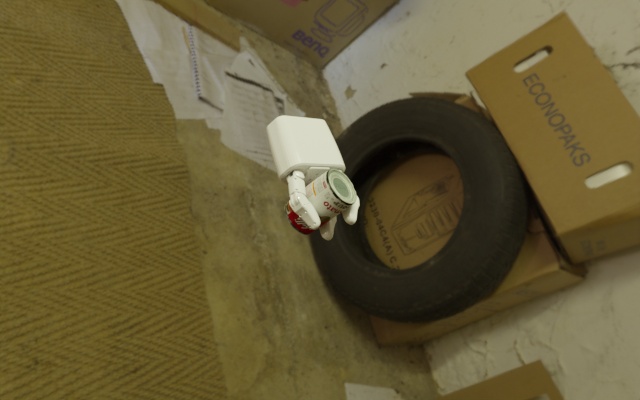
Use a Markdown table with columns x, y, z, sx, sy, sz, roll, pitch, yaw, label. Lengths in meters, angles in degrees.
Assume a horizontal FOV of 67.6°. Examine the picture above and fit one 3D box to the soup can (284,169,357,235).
| x | y | z | sx | sy | sz | roll | pitch | yaw | label |
| --- | --- | --- | --- | --- | --- | --- | --- | --- | --- |
| 0.000 | 0.003 | 0.775 | 0.102 | 0.068 | 0.068 | -36 | -21 | 31 | soup can |
